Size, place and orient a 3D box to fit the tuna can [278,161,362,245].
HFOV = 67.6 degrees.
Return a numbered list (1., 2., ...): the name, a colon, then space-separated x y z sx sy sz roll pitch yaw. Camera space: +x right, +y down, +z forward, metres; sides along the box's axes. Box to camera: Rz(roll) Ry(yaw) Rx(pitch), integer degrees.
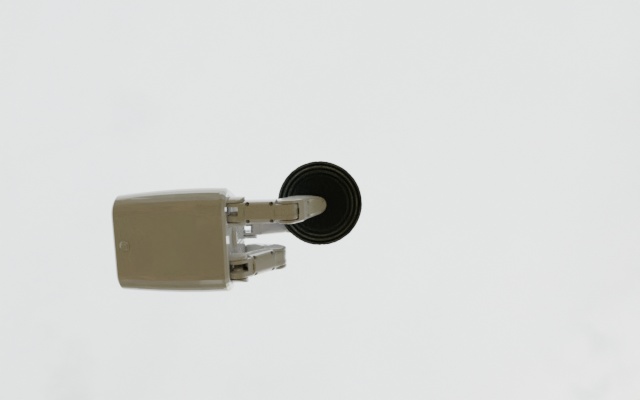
1. tuna can: 0.000 0.002 0.500 0.086 0.086 0.034 0 5 3
